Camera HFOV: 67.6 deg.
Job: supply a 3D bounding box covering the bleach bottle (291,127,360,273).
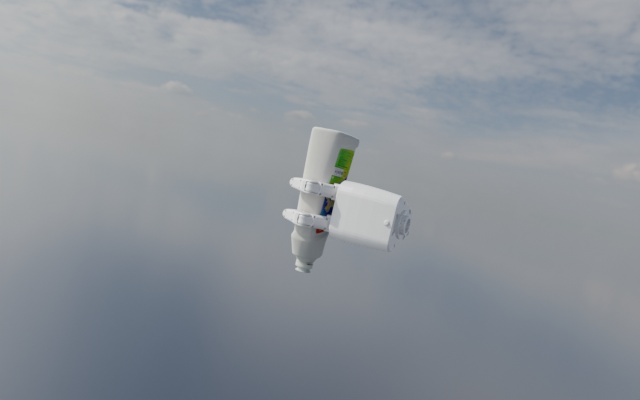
[{"bbox_3d":[0.000,0.003,0.845,0.068,0.251,0.102,15,4,26],"label":"bleach bottle"}]
